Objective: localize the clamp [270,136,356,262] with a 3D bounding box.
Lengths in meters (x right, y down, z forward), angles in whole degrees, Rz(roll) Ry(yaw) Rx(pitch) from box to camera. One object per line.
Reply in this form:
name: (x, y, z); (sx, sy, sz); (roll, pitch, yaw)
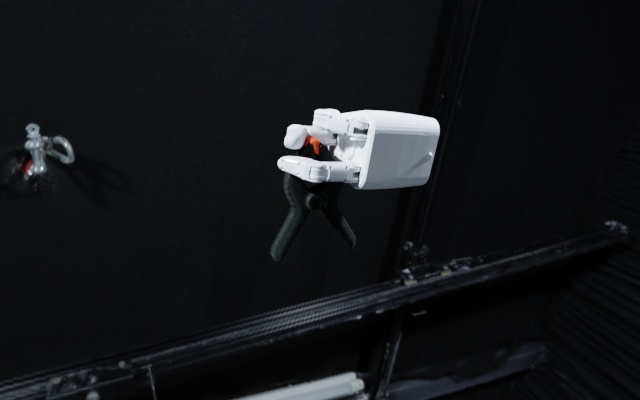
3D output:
clamp: (0.000, 0.002, 0.634); (0.120, 0.171, 0.039); (-1, 23, -26)
